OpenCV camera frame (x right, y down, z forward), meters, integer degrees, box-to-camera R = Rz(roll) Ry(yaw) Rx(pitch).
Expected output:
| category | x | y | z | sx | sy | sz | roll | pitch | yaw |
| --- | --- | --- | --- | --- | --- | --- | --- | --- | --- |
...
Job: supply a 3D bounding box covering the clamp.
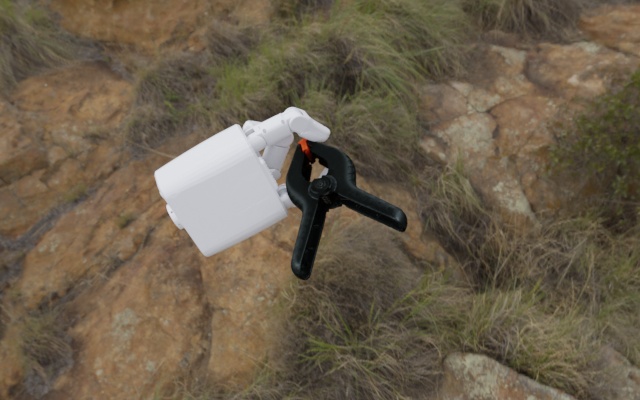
| category | x | y | z | sx | sy | sz | roll | pitch | yaw |
| --- | --- | --- | --- | --- | --- | --- | --- | --- | --- |
| clamp | 0.000 | 0.001 | 0.501 | 0.120 | 0.039 | 0.171 | -29 | 45 | -5 |
